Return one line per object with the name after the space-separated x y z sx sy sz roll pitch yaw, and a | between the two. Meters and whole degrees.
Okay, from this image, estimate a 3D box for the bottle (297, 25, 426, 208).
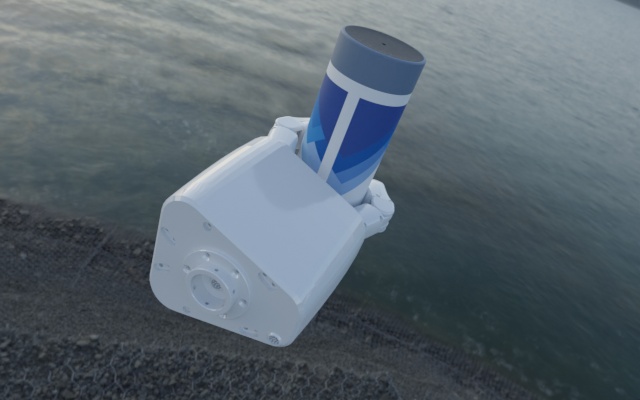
0.000 0.001 0.425 0.069 0.296 0.069 15 33 -10 | bottle
